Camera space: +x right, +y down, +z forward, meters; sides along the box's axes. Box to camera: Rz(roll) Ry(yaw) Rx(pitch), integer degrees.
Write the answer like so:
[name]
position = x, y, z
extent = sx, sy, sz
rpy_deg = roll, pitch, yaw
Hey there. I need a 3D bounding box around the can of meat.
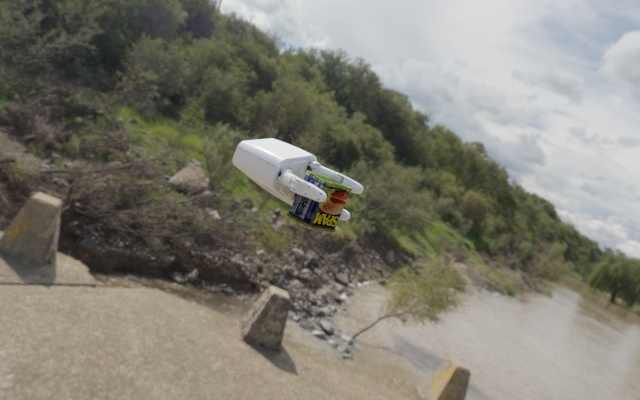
[can of meat]
position = 0.000, 0.002, 0.814
extent = 0.057, 0.084, 0.102
rpy_deg = 29, 9, 34
